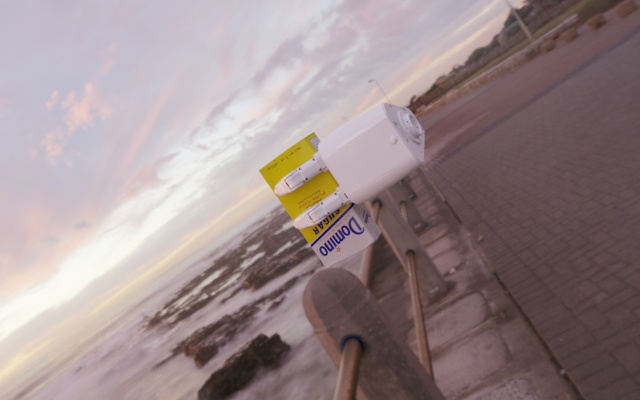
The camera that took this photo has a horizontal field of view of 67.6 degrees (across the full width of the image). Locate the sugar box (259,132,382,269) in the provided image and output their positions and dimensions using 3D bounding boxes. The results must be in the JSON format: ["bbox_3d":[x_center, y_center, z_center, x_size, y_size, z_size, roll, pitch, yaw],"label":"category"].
[{"bbox_3d":[0.000,0.002,0.684,0.093,0.176,0.048,-32,4,27],"label":"sugar box"}]
